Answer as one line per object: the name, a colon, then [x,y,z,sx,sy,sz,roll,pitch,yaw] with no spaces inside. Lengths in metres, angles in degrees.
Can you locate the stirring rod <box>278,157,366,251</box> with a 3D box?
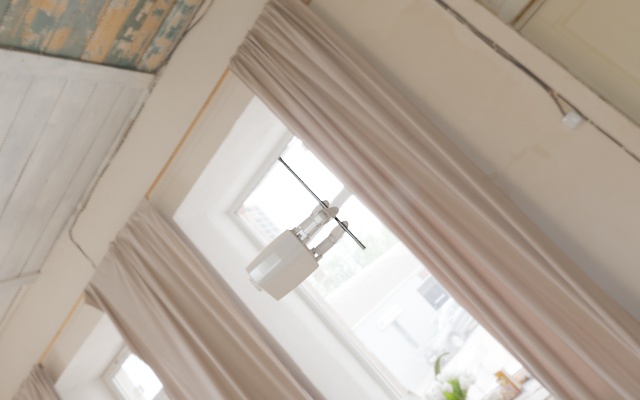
stirring rod: [0.000,0.003,0.888,0.011,0.239,0.011,-40,-15,-13]
